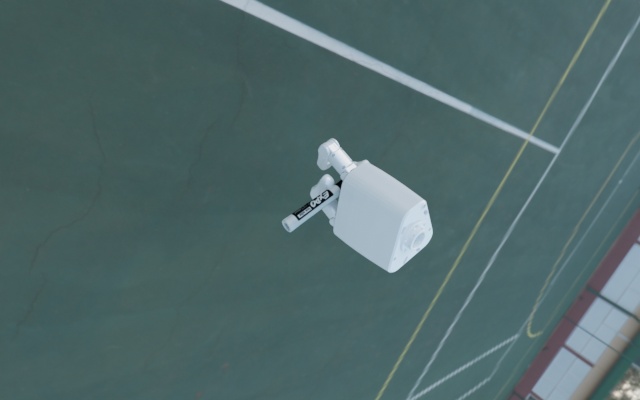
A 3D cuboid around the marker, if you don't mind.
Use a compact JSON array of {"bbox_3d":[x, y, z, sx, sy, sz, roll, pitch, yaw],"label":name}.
[{"bbox_3d":[0.000,0.002,0.647,0.121,0.020,0.020,-35,16,-25],"label":"marker"}]
